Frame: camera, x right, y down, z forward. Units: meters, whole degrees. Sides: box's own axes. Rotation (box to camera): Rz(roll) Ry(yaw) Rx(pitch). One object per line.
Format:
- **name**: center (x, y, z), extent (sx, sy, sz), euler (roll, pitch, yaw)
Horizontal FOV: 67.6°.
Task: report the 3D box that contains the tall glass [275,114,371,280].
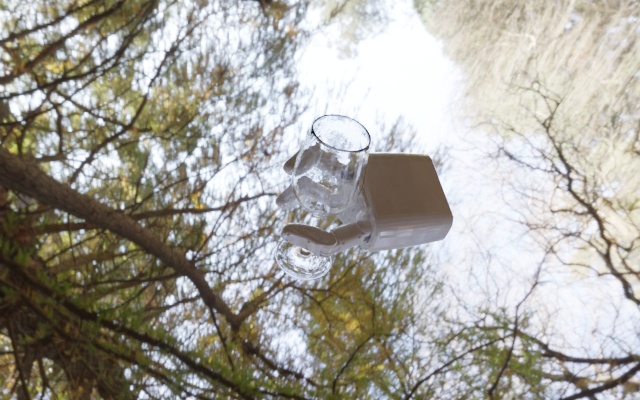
- **tall glass**: center (0.000, 0.002, 0.543), extent (0.079, 0.201, 0.079), euler (9, 43, -8)
